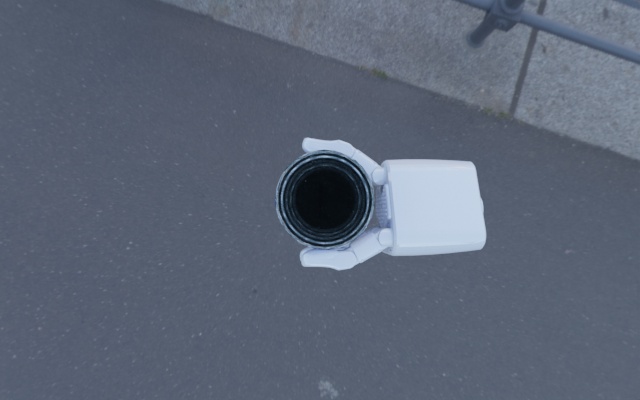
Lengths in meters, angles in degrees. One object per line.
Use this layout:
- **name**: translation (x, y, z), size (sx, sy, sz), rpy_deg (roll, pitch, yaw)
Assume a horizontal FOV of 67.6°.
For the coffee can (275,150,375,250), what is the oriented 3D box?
- **coffee can**: translation (0.000, 0.002, 0.554), size (0.103, 0.103, 0.140), rpy_deg (0, -2, -4)
